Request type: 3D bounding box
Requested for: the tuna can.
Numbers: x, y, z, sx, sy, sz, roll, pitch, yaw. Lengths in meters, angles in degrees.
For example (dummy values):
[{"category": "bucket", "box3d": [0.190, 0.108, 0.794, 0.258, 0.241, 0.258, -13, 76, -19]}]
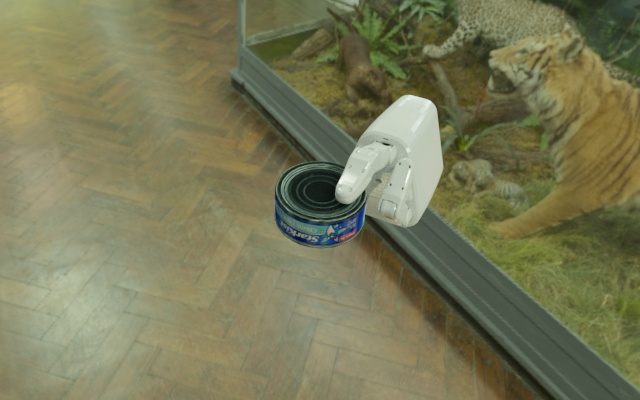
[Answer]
[{"category": "tuna can", "box3d": [0.000, 0.001, 0.442, 0.086, 0.034, 0.086, 2, 43, -2]}]
